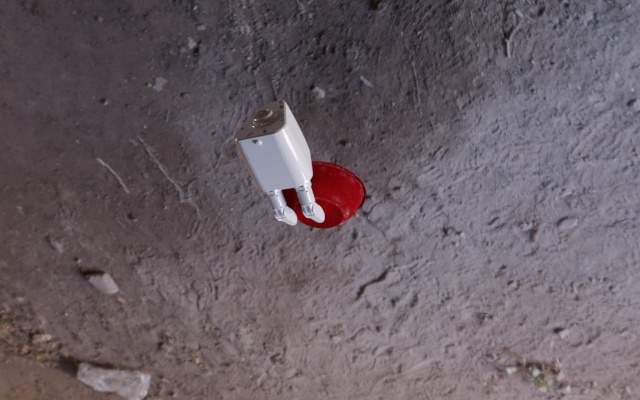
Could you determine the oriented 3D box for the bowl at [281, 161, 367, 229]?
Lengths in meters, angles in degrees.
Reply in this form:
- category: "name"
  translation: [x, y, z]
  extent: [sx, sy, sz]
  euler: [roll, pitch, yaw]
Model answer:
- category: "bowl"
  translation: [0.001, 0.004, 0.861]
  extent: [0.162, 0.055, 0.162]
  euler: [6, -37, 5]
